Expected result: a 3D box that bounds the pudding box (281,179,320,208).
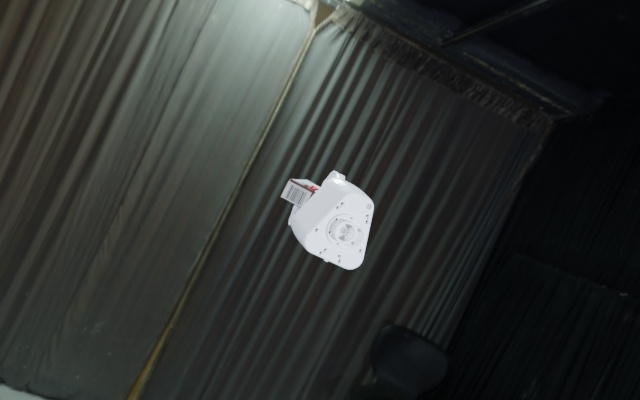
[{"bbox_3d":[0.000,0.003,0.816,0.113,0.039,0.090,30,9,13],"label":"pudding box"}]
